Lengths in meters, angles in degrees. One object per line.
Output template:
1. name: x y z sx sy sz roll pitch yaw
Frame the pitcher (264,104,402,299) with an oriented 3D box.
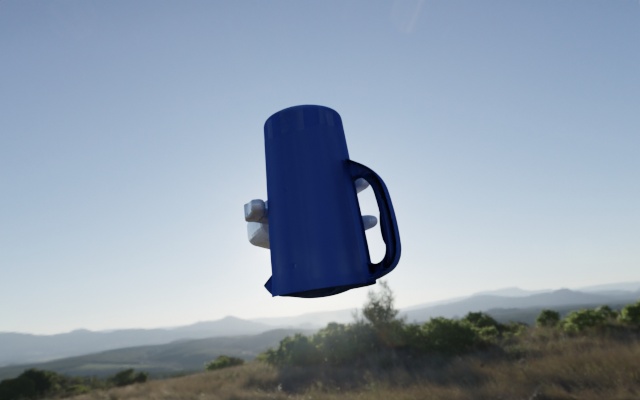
1. pitcher: 0.000 0.002 0.623 0.149 0.242 0.145 -3 -14 -20
